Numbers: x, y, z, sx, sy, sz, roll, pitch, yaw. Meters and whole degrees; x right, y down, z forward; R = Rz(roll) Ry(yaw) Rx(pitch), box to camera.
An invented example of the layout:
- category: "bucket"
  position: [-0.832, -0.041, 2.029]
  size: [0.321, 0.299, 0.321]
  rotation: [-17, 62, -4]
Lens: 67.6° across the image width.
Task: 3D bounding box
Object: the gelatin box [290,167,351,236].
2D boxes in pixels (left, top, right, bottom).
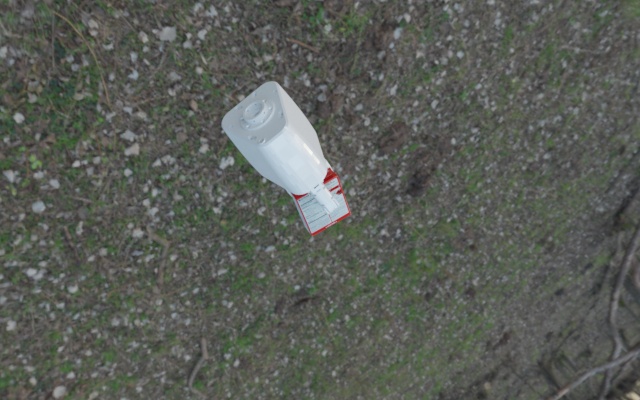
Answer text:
- category: "gelatin box"
  position: [0.000, 0.003, 0.737]
  size: [0.073, 0.089, 0.030]
  rotation: [-30, 42, -9]
